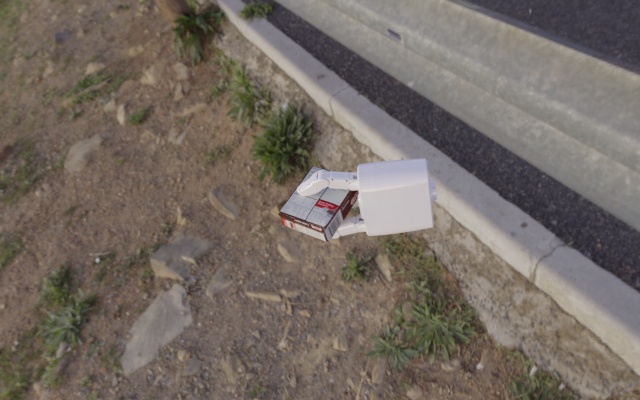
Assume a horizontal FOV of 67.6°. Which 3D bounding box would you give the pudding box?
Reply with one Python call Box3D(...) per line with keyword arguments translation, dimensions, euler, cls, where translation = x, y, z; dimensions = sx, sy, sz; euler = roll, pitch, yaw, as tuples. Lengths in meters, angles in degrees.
Box3D(translation=(0.000, 0.002, 0.767), dimensions=(0.090, 0.113, 0.039), euler=(18, -35, 28), cls="pudding box")
